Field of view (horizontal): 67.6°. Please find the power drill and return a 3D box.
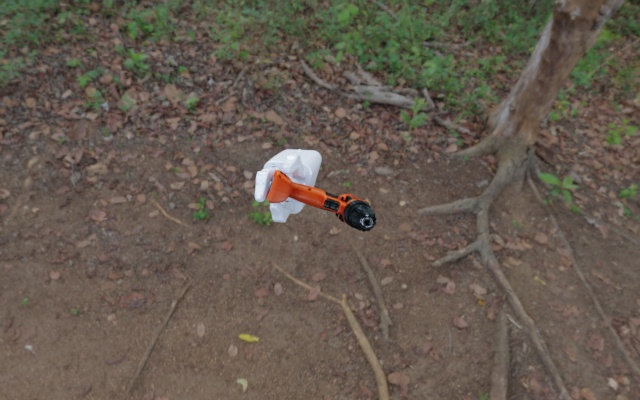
[{"bbox_3d":[0.000,0.003,0.860,0.187,0.057,0.184,19,4,-10],"label":"power drill"}]
